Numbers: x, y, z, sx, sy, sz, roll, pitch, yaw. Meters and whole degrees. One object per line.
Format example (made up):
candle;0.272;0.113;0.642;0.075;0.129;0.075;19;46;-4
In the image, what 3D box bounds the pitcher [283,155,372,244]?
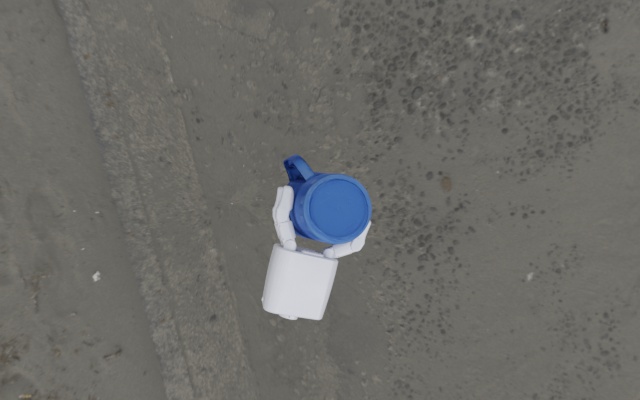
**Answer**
pitcher;0.000;0.003;0.832;0.149;0.145;0.243;15;-2;-10
